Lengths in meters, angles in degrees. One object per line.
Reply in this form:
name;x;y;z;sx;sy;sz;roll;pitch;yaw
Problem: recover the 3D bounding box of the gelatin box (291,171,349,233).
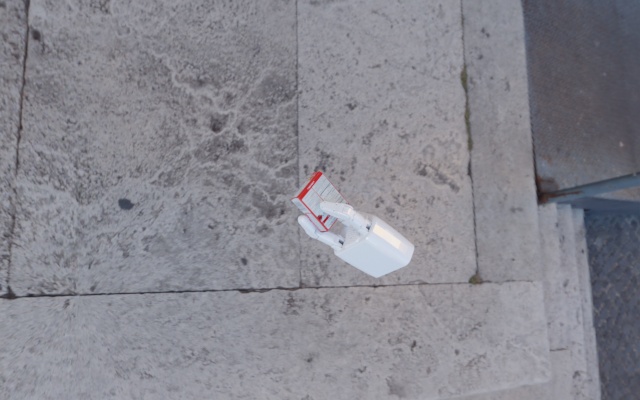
gelatin box;0.000;0.003;0.876;0.073;0.089;0.030;-52;21;-27
